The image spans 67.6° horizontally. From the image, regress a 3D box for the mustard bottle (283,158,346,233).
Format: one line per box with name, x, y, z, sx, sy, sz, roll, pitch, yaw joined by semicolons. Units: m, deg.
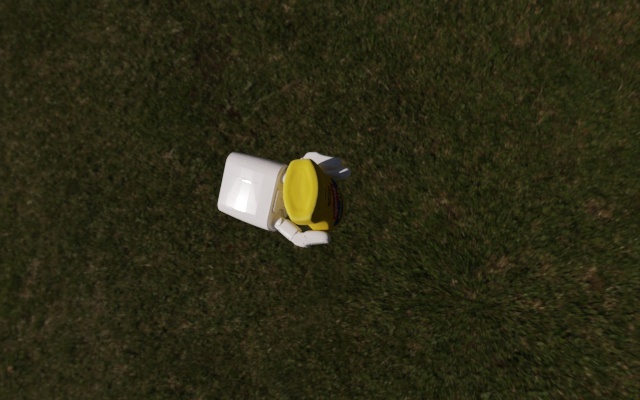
mustard bottle;0.000;0.003;0.779;0.058;0.096;0.192;-6;-14;17
